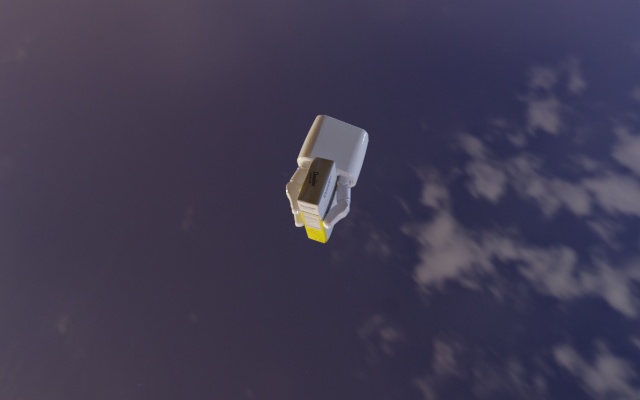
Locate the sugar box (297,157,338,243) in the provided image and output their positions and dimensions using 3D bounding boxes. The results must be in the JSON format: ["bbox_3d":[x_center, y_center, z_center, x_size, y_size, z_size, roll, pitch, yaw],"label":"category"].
[{"bbox_3d":[0.000,0.003,0.884,0.048,0.093,0.176,14,-24,15],"label":"sugar box"}]
